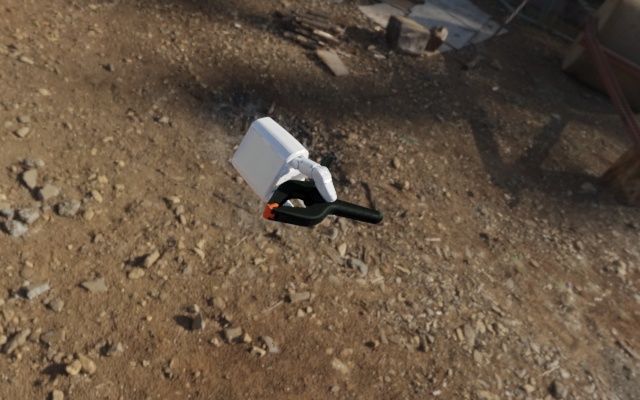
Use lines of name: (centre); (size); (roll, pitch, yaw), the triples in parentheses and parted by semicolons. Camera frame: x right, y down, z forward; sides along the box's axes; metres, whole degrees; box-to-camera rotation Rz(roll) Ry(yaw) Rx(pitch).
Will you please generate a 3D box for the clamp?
clamp: (0.000, 0.002, 0.805); (0.210, 0.036, 0.164); (-23, 60, -42)
